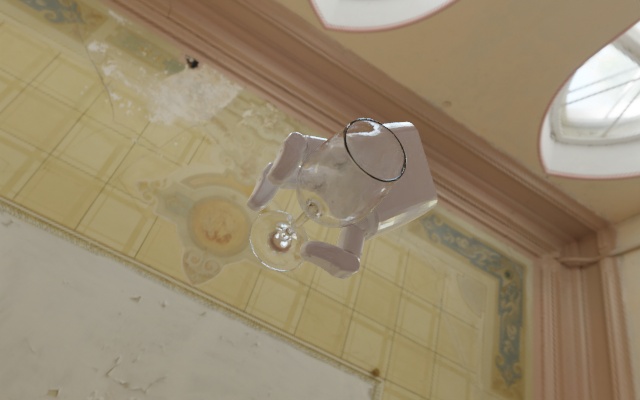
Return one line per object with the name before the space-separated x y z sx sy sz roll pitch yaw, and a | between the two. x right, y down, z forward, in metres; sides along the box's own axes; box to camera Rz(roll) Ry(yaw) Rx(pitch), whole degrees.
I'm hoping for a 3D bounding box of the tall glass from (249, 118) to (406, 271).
tall glass | 0.000 0.002 0.470 0.079 0.079 0.201 0 -26 -31
